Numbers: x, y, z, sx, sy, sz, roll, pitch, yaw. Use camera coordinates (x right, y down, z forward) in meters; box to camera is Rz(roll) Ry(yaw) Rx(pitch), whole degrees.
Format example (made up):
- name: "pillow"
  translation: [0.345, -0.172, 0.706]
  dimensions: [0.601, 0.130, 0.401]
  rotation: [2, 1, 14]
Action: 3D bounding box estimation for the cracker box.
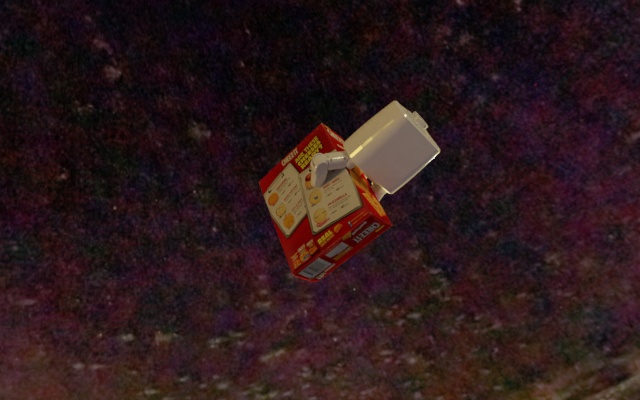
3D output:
- name: "cracker box"
  translation: [0.000, 0.003, 0.798]
  dimensions: [0.164, 0.213, 0.072]
  rotation: [-40, -41, 19]
